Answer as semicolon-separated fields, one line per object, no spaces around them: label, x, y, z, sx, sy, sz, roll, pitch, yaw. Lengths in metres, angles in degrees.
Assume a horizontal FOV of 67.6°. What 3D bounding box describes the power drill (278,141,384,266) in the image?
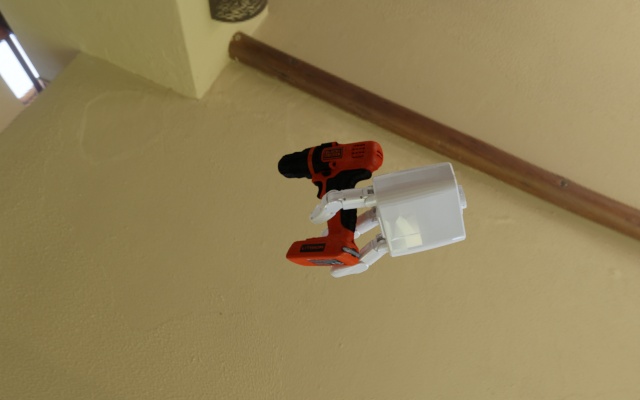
power drill;0.000;0.003;0.717;0.184;0.187;0.057;-5;-21;35
